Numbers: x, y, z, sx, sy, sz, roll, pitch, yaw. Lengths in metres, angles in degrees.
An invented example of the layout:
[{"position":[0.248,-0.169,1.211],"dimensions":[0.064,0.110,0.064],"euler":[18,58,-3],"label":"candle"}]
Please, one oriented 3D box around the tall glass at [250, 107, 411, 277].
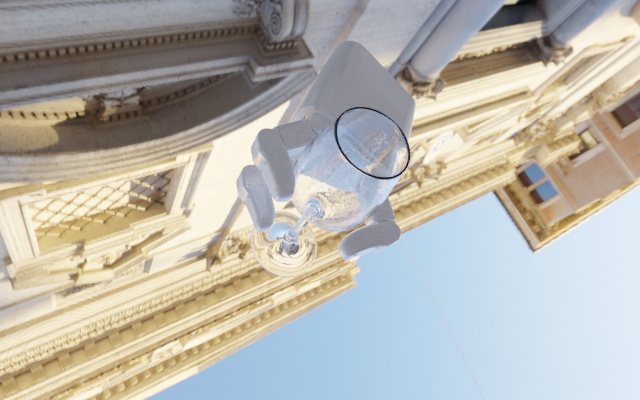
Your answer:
[{"position":[0.000,0.002,0.423],"dimensions":[0.079,0.079,0.201],"euler":[0,-26,-25],"label":"tall glass"}]
